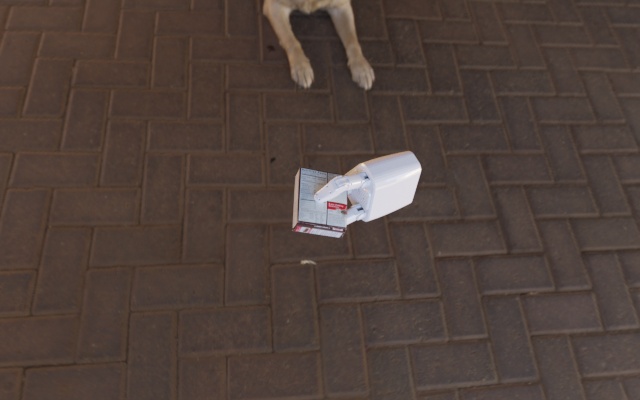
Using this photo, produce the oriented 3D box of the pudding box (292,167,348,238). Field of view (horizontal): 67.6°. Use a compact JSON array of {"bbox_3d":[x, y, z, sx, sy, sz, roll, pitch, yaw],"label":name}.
[{"bbox_3d":[0.000,0.003,0.827,0.090,0.113,0.039,9,-32,-12],"label":"pudding box"}]
